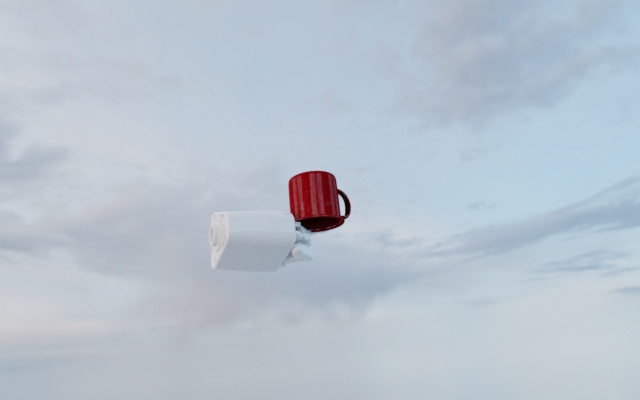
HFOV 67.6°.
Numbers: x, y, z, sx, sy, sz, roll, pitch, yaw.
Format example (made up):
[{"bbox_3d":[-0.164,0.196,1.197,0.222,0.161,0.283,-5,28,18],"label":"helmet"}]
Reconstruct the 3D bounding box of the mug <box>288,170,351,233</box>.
[{"bbox_3d":[0.001,0.002,0.792,0.117,0.081,0.093,4,-21,-28],"label":"mug"}]
